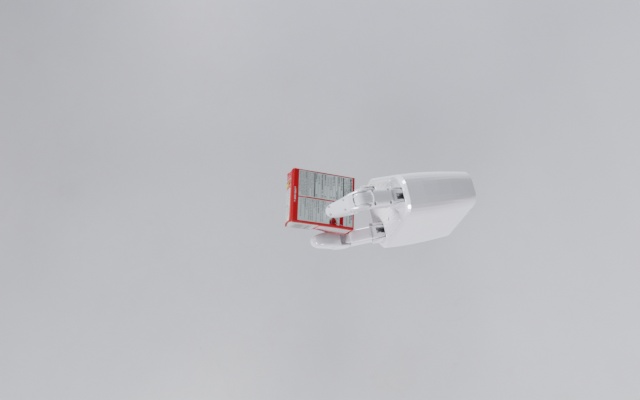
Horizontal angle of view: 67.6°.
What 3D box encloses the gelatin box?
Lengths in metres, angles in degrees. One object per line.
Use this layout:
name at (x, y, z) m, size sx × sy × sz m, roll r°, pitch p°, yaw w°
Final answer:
gelatin box at (0.000, 0.002, 0.622) m, size 0.089 × 0.073 × 0.030 m, roll 9°, pitch -21°, yaw -20°
